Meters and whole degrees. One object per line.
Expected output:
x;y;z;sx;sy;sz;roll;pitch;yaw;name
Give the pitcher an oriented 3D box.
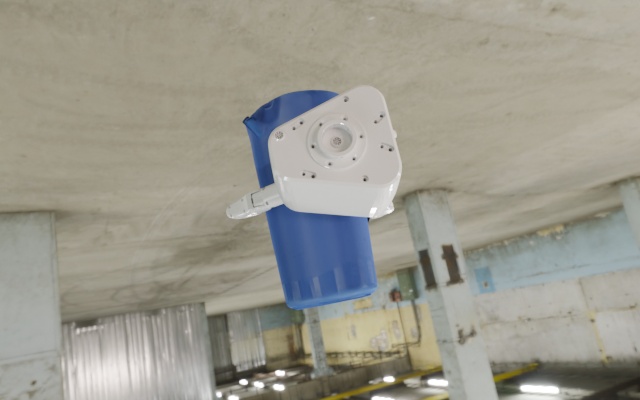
0.000;0.002;0.583;0.149;0.242;0.145;-10;-13;-3;pitcher
